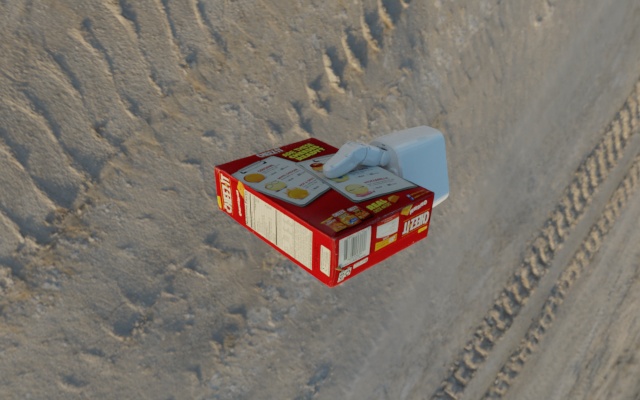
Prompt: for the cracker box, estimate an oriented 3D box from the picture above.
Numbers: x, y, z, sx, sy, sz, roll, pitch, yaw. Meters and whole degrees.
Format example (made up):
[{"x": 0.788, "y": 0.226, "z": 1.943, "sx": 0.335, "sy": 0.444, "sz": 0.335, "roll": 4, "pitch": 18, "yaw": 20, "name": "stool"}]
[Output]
[{"x": 0.000, "y": 0.002, "z": 0.577, "sx": 0.164, "sy": 0.072, "sz": 0.213, "roll": -22, "pitch": 36, "yaw": -38, "name": "cracker box"}]
